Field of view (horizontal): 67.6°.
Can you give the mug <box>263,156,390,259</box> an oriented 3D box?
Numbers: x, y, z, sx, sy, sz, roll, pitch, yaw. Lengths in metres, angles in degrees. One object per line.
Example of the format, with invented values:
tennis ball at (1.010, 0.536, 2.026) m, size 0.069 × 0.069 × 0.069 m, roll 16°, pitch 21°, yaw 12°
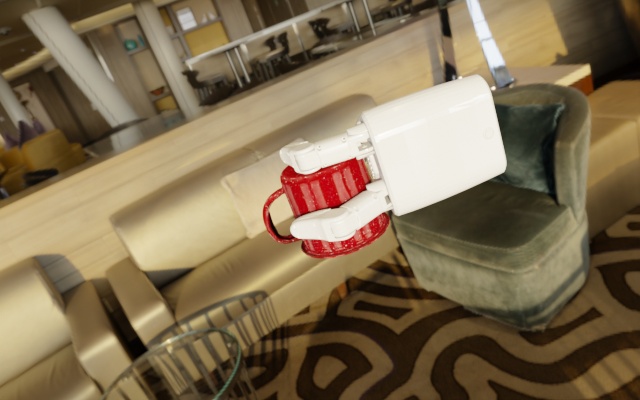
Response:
mug at (-0.001, 0.002, 0.464) m, size 0.117 × 0.081 × 0.093 m, roll -21°, pitch 20°, yaw 0°
